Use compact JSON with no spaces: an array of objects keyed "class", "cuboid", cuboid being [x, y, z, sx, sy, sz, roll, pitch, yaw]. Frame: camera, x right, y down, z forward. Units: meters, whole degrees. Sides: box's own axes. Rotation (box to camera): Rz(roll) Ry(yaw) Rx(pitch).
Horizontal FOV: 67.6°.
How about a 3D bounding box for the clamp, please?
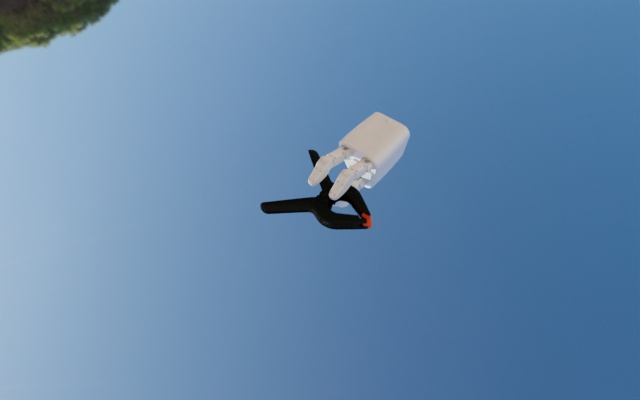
[{"class":"clamp","cuboid":[0.001,0.003,0.890,0.210,0.164,0.036,35,-19,30]}]
